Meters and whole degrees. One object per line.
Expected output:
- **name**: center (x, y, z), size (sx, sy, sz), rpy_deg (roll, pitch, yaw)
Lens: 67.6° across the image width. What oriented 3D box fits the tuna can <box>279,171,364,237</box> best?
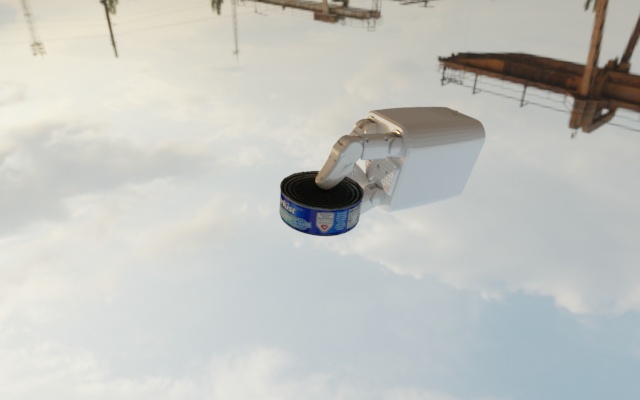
- **tuna can**: center (0.000, 0.002, 0.494), size (0.086, 0.034, 0.086), rpy_deg (5, 27, -2)
